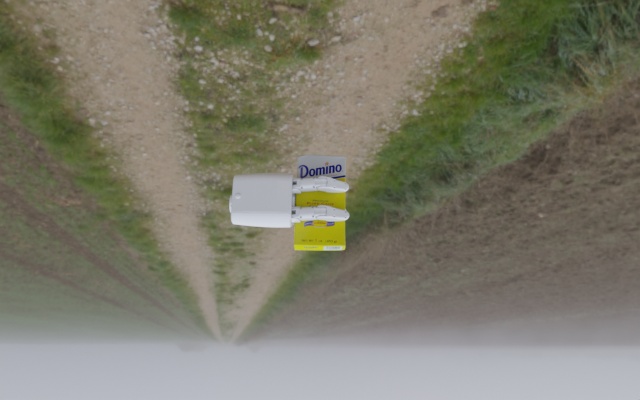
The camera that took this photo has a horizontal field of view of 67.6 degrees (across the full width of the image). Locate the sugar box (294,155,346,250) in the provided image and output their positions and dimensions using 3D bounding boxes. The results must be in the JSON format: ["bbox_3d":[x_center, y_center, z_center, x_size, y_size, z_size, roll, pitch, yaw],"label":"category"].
[{"bbox_3d":[0.000,0.003,0.881,0.093,0.176,0.048,1,-18,-1],"label":"sugar box"}]
